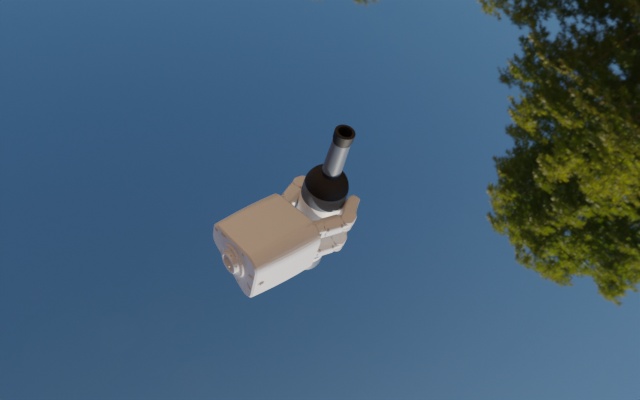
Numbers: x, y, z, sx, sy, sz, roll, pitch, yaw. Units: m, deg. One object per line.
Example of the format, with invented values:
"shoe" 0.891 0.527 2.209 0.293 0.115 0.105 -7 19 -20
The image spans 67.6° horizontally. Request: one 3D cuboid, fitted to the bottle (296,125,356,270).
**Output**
"bottle" 0.000 0.002 0.718 0.069 0.069 0.296 0 -37 -16
